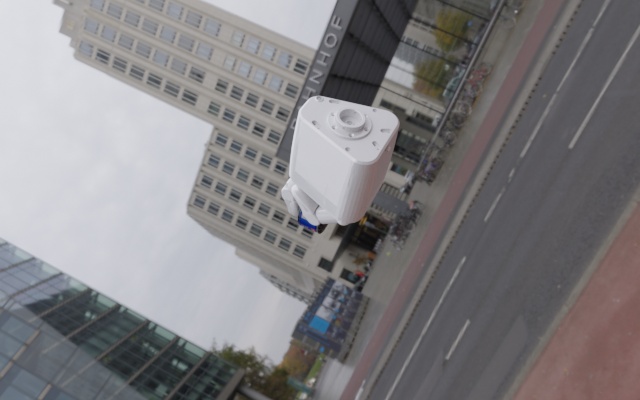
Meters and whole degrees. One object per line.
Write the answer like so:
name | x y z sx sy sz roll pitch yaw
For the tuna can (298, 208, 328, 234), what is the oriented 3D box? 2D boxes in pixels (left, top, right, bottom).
tuna can | 0.000 0.002 0.682 0.034 0.086 0.086 22 5 12
